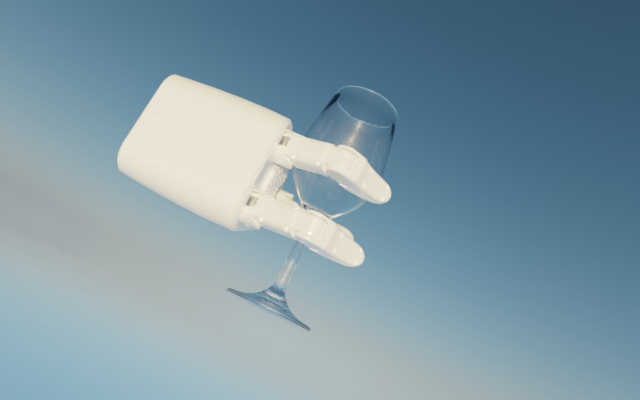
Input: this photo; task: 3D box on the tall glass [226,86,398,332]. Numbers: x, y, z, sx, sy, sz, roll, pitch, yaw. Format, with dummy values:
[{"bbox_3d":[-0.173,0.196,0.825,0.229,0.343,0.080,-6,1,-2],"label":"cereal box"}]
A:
[{"bbox_3d":[0.000,0.002,0.405,0.079,0.201,0.079,24,-16,8],"label":"tall glass"}]
